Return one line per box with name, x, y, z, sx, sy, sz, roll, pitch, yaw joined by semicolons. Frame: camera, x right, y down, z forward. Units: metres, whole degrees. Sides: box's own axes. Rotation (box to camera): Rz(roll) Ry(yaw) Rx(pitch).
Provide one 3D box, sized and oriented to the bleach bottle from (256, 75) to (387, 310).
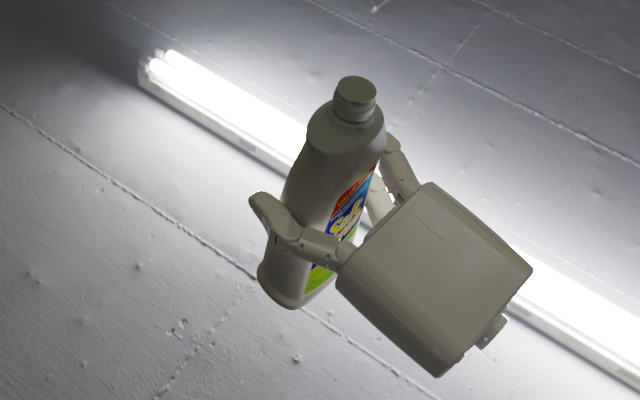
bleach bottle;0.000;0.001;0.425;0.102;0.068;0.251;-36;-23;-31
